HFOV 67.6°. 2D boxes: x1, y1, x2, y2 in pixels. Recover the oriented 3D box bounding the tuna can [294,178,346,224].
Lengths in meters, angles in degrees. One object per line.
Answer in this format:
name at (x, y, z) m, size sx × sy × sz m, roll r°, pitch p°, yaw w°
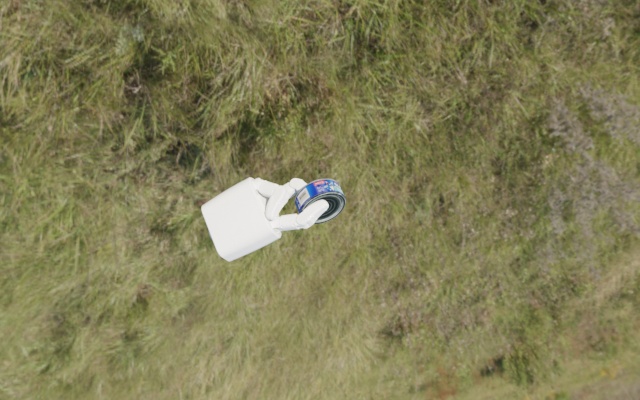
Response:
tuna can at (0.000, 0.003, 0.834) m, size 0.086 × 0.033 × 0.086 m, roll -15°, pitch -37°, yaw -12°
